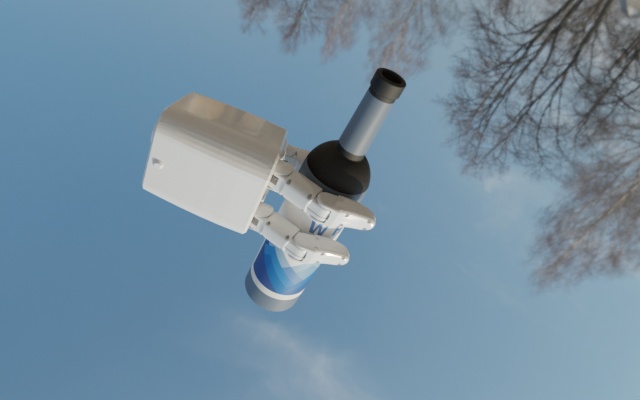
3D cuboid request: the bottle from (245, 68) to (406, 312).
[{"bbox_3d":[0.000,0.002,0.476,0.069,0.069,0.296,0,-44,-33],"label":"bottle"}]
